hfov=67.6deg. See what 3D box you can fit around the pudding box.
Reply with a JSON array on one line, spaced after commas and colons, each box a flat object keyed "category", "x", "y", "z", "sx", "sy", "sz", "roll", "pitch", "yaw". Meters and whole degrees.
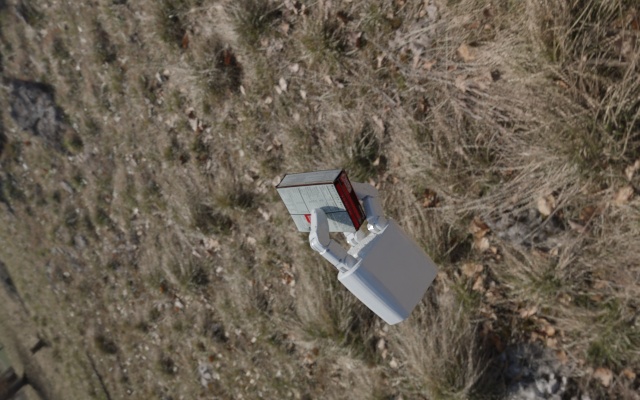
[{"category": "pudding box", "x": 0.000, "y": 0.002, "z": 0.699, "sx": 0.113, "sy": 0.090, "sz": 0.039, "roll": -4, "pitch": 34, "yaw": 36}]
